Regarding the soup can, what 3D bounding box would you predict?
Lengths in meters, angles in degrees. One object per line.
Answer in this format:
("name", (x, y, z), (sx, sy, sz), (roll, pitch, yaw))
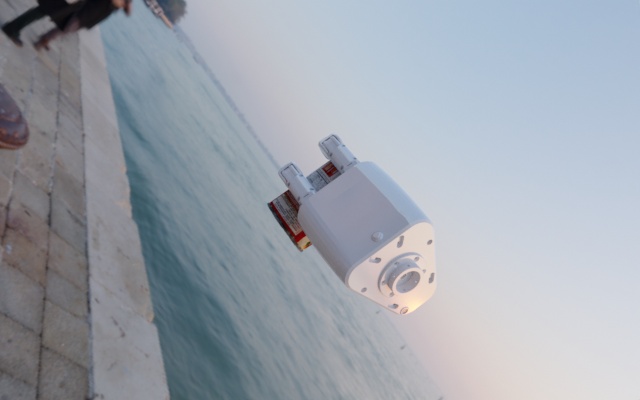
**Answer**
("soup can", (0.000, 0.001, 0.541), (0.102, 0.068, 0.068), (-36, 1, -2))
